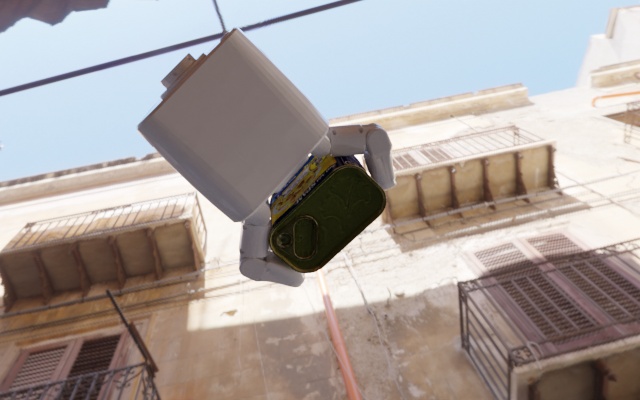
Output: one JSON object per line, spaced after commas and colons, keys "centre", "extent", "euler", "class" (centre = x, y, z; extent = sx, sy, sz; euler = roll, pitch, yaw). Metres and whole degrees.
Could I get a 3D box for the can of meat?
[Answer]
{"centre": [0.000, 0.001, 0.427], "extent": [0.057, 0.102, 0.084], "euler": [42, 11, -22], "class": "can of meat"}
